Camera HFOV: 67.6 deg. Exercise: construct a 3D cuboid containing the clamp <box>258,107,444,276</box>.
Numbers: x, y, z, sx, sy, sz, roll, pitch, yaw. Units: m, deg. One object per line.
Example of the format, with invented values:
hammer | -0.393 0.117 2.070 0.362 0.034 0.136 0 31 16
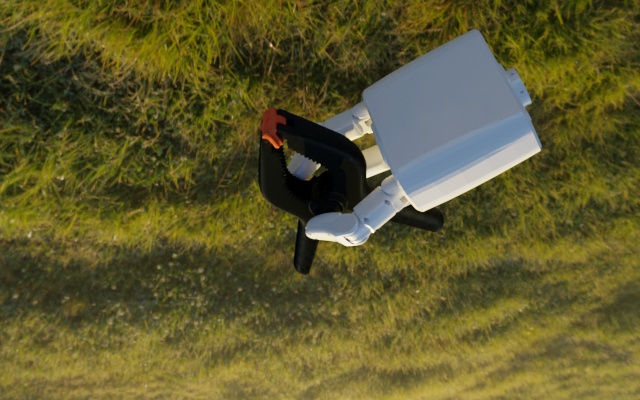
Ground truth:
clamp | 0.000 0.002 0.437 0.164 0.036 0.210 -27 -45 22
